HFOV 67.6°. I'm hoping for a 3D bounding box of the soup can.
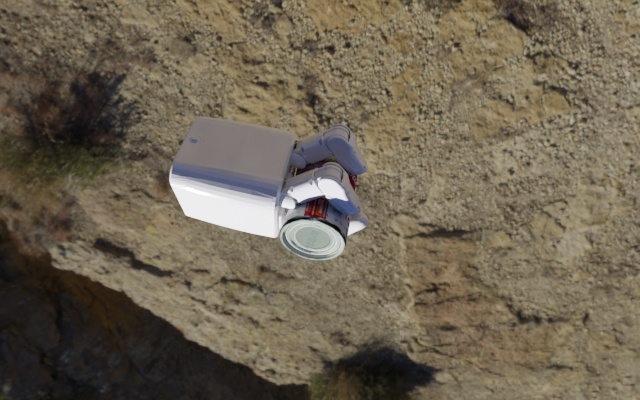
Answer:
[{"bbox_3d":[0.001,0.002,0.496,0.068,0.102,0.069,7,-41,6],"label":"soup can"}]
